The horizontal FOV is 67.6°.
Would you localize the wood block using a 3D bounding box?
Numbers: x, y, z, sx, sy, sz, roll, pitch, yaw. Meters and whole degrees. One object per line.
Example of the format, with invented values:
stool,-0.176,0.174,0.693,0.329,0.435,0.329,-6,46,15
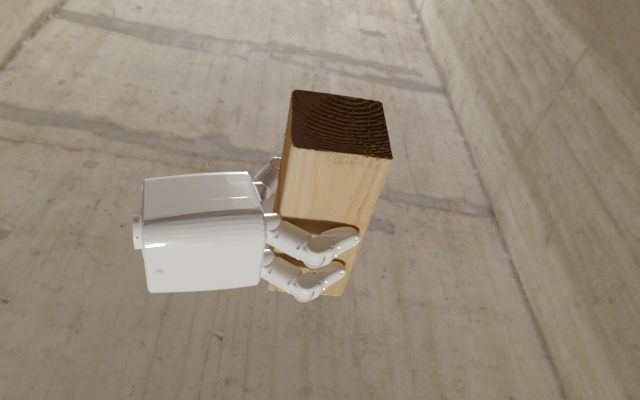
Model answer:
wood block,0.000,0.001,0.496,0.090,0.090,0.206,6,-45,-9
